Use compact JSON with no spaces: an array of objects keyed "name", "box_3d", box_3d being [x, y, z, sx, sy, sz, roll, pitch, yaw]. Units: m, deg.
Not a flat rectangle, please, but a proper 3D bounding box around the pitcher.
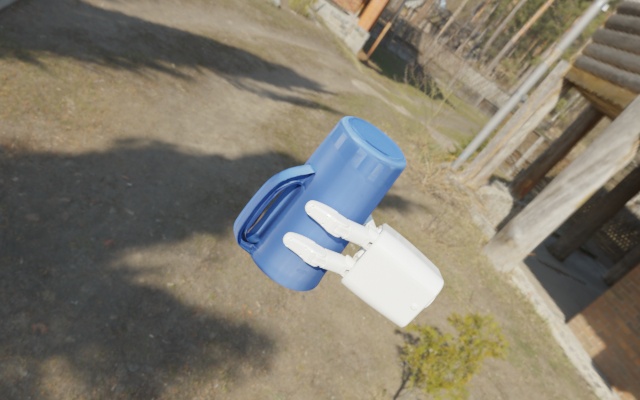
[{"name":"pitcher","box_3d":[0.000,0.002,0.674,0.145,0.243,0.149,39,24,4]}]
